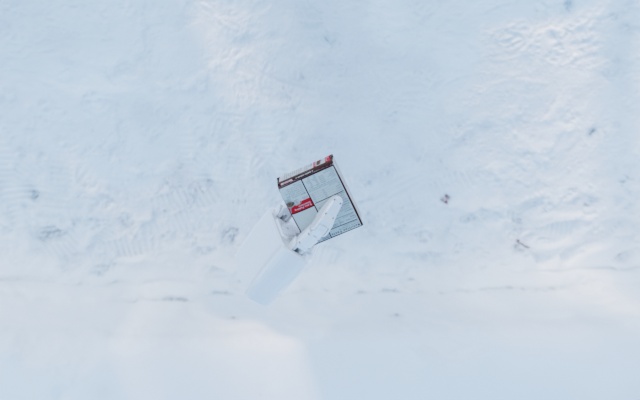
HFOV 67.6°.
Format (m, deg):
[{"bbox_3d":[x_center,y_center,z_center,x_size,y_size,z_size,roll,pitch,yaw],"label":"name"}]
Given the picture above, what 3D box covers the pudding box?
[{"bbox_3d":[0.000,0.002,0.691,0.090,0.113,0.039,-23,27,8],"label":"pudding box"}]
